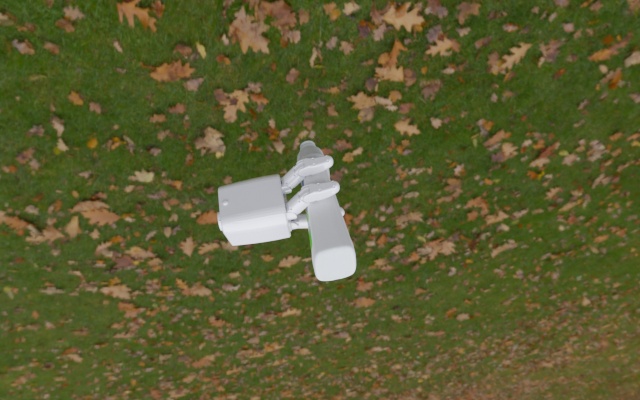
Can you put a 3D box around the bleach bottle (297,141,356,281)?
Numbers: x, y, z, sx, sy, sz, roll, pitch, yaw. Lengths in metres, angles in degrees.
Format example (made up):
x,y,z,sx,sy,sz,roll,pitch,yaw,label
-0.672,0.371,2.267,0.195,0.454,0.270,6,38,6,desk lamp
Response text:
x,y,z,sx,sy,sz,roll,pitch,yaw,label
0.000,0.003,0.813,0.068,0.250,0.103,-11,-36,-3,bleach bottle
